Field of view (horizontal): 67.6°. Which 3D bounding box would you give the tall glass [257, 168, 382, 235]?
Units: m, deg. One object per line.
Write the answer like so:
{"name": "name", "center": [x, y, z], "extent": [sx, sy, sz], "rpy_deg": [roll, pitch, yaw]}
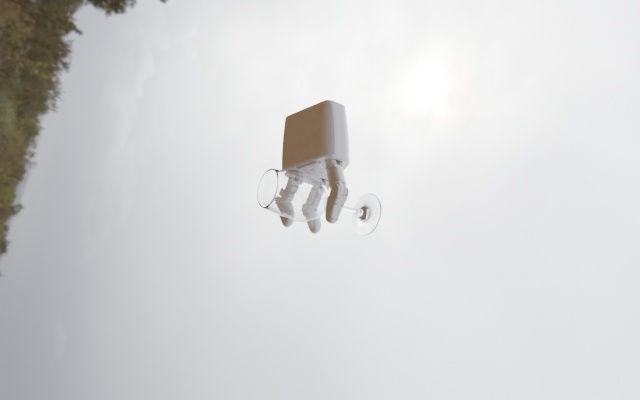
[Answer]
{"name": "tall glass", "center": [0.001, 0.003, 0.772], "extent": [0.201, 0.079, 0.079], "rpy_deg": [15, -8, -34]}
